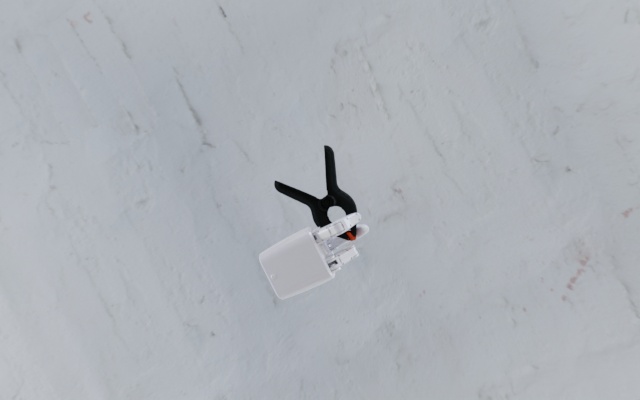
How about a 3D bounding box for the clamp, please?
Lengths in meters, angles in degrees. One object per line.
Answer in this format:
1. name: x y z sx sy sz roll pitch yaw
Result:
1. clamp: 0.000 0.003 0.839 0.120 0.171 0.039 -26 0 10
